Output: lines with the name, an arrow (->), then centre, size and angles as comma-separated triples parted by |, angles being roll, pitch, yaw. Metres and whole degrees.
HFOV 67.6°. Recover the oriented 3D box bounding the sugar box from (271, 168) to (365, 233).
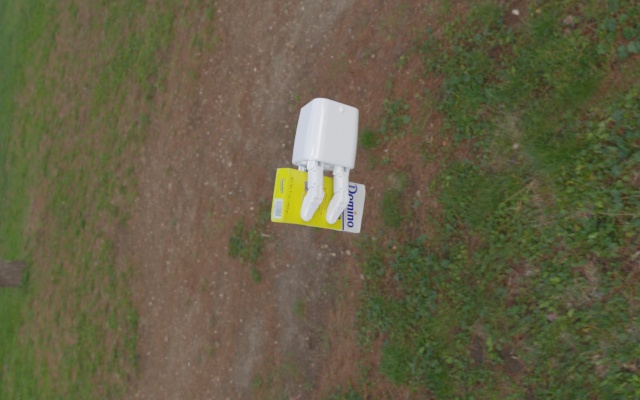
sugar box -> 0.000, 0.003, 0.854 | 0.176, 0.093, 0.048 | 9, -3, -34
